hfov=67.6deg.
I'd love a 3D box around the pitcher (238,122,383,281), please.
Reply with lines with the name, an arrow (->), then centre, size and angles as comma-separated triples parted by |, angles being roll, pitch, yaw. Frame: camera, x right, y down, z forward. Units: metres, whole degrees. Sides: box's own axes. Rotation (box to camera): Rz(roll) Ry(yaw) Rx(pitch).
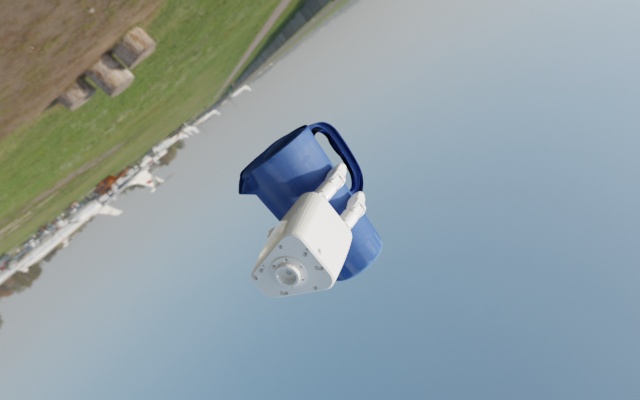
pitcher -> 0.000, 0.003, 0.773 | 0.149, 0.243, 0.145 | -31, 17, 24
